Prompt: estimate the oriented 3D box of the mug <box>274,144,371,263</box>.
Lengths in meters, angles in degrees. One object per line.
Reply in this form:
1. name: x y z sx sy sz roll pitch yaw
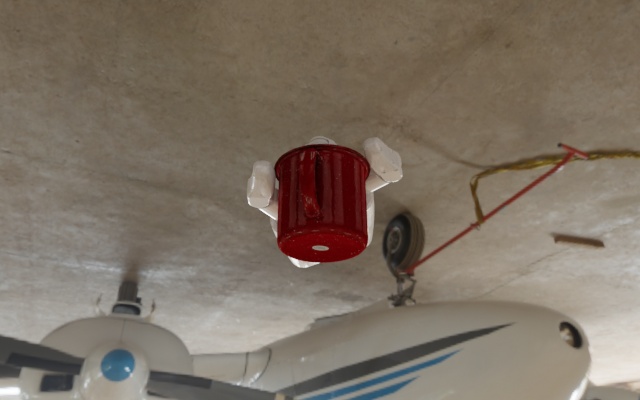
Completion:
1. mug: 0.000 0.001 0.429 0.093 0.081 0.117 -4 -28 7
